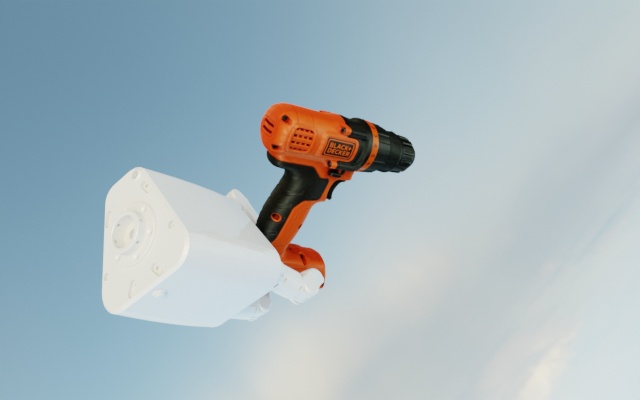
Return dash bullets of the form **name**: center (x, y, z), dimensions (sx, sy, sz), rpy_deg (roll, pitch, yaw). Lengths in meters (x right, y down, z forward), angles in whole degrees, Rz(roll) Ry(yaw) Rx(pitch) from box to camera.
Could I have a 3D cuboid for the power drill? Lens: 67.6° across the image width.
- **power drill**: center (0.000, 0.002, 0.489), dimensions (0.184, 0.188, 0.057), rpy_deg (8, 23, -37)
